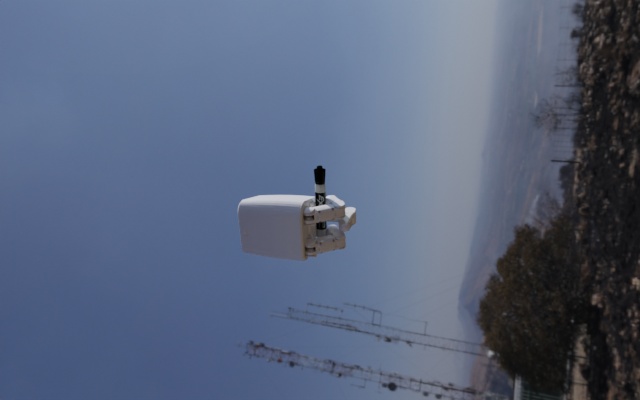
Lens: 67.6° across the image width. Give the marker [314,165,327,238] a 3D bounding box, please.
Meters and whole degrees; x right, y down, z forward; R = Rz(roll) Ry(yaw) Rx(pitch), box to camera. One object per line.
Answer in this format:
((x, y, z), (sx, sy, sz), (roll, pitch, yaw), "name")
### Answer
((0.000, 0.003, 0.767), (0.020, 0.121, 0.020), (-2, 23, 1), "marker")
